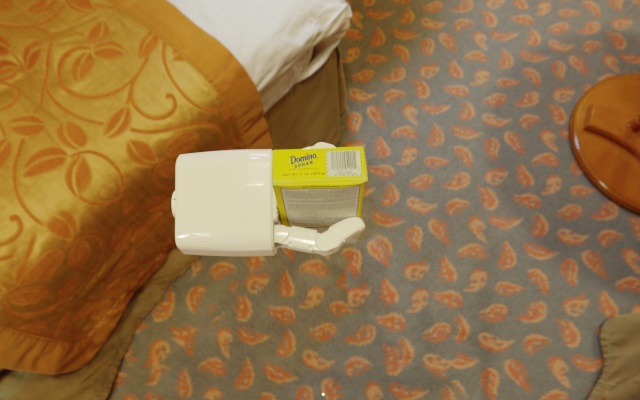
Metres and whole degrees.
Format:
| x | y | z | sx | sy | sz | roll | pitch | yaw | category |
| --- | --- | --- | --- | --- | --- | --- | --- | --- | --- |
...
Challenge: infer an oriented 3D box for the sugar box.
| x | y | z | sx | sy | sz | roll | pitch | yaw | category |
| --- | --- | --- | --- | --- | --- | --- | --- | --- | --- |
| 0.000 | 0.001 | 0.541 | 0.093 | 0.048 | 0.176 | -1 | -22 | 0 | sugar box |
